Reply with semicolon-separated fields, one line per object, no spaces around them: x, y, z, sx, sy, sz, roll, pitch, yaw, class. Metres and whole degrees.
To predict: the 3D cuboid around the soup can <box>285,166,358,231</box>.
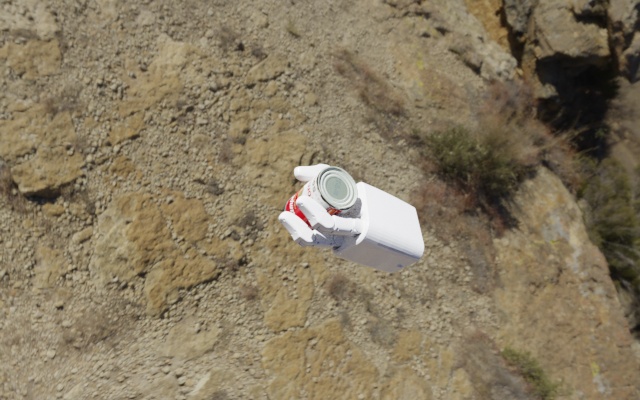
0.000;0.002;0.696;0.068;0.068;0.102;0;-24;-32;soup can
